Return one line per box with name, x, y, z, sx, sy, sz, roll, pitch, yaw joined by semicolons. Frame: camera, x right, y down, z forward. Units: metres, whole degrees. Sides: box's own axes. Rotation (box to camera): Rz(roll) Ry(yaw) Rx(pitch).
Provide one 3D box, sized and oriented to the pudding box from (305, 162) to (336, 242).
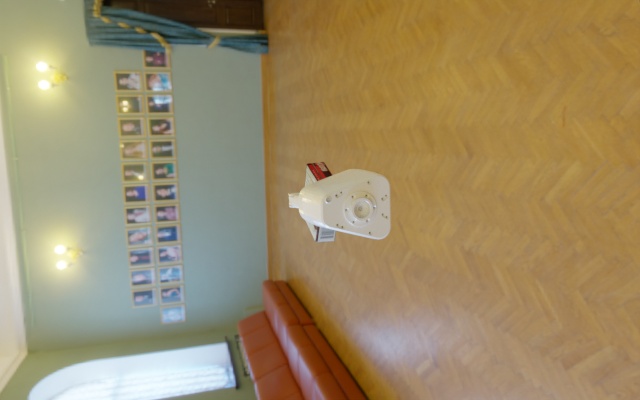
pudding box;0.000;0.003;0.830;0.039;0.114;0.090;-4;35;-19
